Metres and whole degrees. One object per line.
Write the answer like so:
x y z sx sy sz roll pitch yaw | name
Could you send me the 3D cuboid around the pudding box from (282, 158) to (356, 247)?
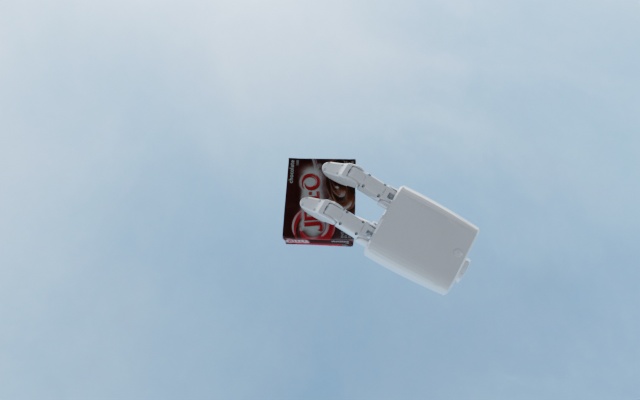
0.000 0.002 0.620 0.090 0.113 0.039 2 -22 3 | pudding box
